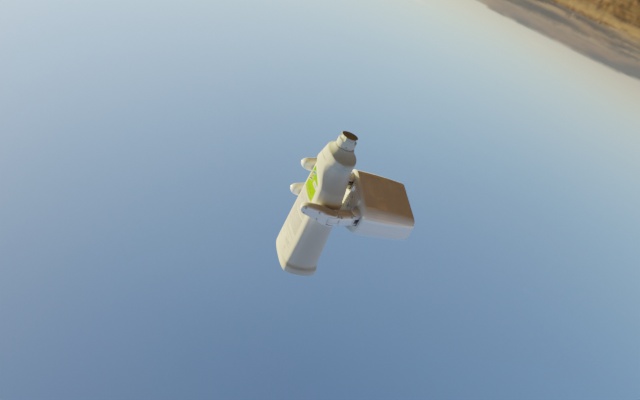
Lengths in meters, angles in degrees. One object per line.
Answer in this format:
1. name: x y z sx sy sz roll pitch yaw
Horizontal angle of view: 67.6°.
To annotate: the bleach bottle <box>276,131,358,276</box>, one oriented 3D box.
1. bleach bottle: 0.000 0.003 0.798 0.068 0.251 0.102 12 32 -24
